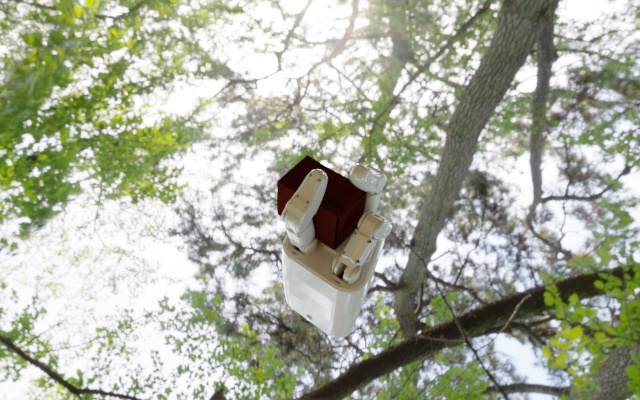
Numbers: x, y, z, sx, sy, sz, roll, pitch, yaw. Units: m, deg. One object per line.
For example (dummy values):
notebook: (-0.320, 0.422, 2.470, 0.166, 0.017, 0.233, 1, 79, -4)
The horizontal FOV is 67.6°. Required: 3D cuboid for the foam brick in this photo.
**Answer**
foam brick: (0.000, 0.001, 0.491, 0.078, 0.051, 0.053, 32, 52, 23)
